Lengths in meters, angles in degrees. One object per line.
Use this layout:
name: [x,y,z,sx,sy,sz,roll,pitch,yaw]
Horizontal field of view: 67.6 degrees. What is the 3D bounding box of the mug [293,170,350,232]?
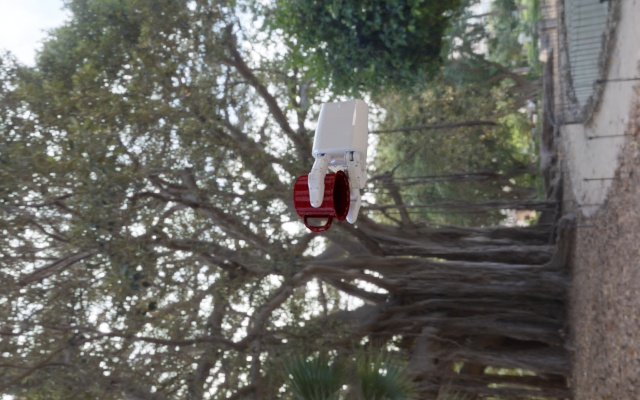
mug: [0.000,0.004,0.873,0.081,0.117,0.093,-1,-24,23]
